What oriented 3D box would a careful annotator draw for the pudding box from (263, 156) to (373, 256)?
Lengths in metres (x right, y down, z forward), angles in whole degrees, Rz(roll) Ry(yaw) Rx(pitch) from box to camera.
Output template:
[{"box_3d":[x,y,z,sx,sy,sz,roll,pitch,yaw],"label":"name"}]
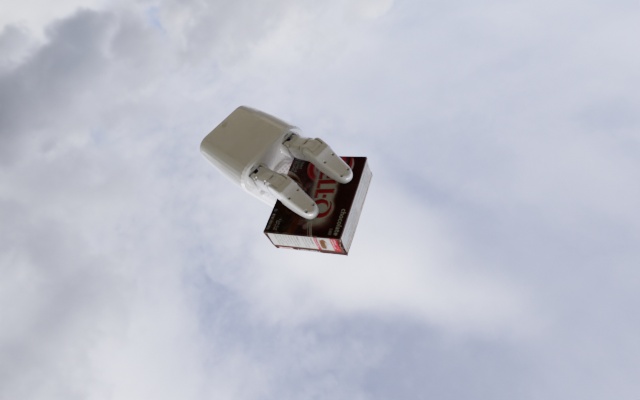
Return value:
[{"box_3d":[0.000,0.002,0.526,0.090,0.113,0.039,3,-34,25],"label":"pudding box"}]
